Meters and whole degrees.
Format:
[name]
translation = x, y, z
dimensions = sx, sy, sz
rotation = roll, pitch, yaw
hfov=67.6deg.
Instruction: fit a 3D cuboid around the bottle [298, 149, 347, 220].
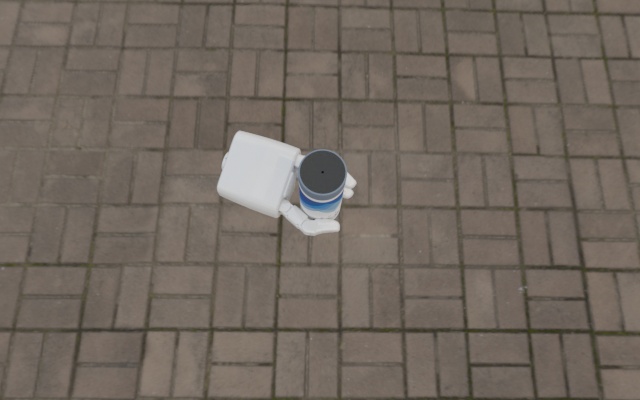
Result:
[bottle]
translation = 0.000, 0.003, 0.782
dimensions = 0.069, 0.069, 0.296
rotation = 0, -16, -1
